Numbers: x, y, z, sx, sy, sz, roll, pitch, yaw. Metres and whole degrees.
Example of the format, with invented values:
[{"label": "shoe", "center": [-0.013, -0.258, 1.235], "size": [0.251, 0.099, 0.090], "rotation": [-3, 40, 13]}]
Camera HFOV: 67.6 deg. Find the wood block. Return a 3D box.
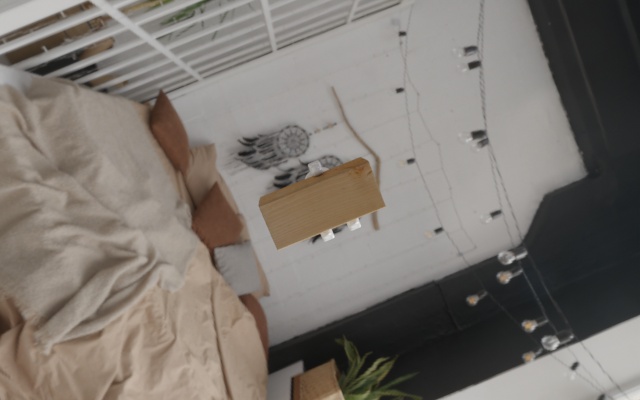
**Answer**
[{"label": "wood block", "center": [0.000, 0.002, 0.871], "size": [0.206, 0.091, 0.090], "rotation": [-22, 12, -1]}]
